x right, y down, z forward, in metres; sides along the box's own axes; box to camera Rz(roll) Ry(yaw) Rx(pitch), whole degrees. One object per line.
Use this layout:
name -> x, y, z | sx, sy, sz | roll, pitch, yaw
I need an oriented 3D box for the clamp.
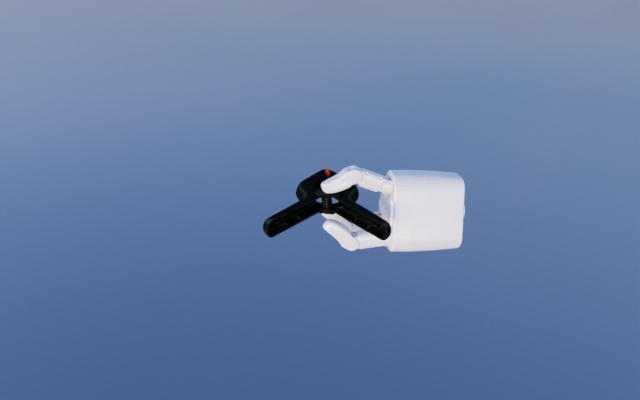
clamp -> 0.000, 0.001, 0.692 | 0.164, 0.036, 0.210 | 0, 24, -6
